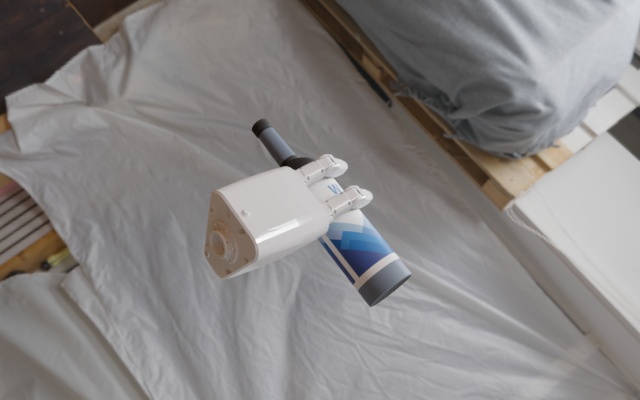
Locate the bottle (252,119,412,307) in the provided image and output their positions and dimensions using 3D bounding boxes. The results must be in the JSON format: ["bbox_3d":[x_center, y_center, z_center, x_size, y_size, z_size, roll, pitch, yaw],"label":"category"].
[{"bbox_3d":[0.000,0.002,0.634,0.069,0.295,0.069,-34,-19,-13],"label":"bottle"}]
